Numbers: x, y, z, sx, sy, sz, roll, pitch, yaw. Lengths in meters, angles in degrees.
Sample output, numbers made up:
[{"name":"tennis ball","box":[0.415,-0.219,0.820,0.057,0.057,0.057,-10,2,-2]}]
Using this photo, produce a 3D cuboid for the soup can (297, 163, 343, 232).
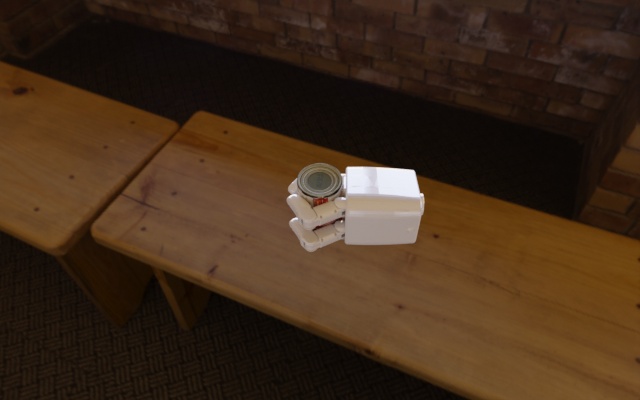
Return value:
[{"name":"soup can","box":[0.000,0.002,0.719,0.068,0.068,0.102,0,-40,2]}]
